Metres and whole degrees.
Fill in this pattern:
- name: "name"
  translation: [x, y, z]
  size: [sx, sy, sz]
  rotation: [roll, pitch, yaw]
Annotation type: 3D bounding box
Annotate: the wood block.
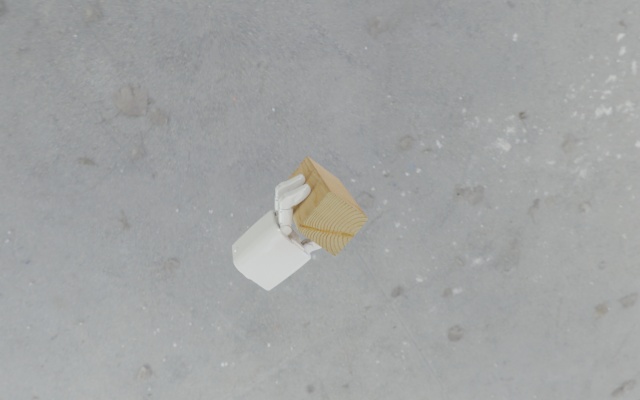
- name: "wood block"
  translation: [0.000, 0.003, 0.890]
  size: [0.091, 0.090, 0.206]
  rotation: [36, 10, -23]
